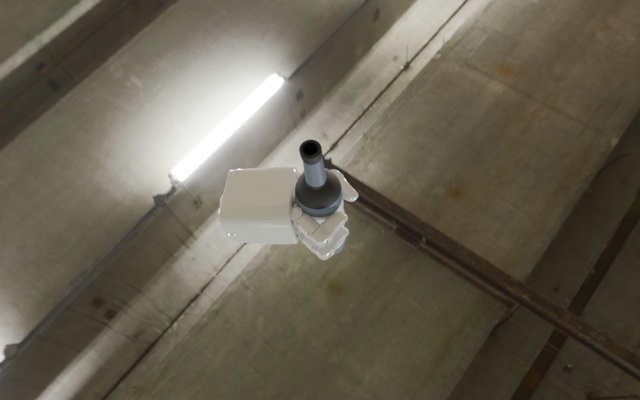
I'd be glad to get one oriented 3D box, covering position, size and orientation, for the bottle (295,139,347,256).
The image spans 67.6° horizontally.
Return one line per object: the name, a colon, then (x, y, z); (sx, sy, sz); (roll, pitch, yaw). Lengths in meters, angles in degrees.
bottle: (0.000, 0.002, 0.705); (0.069, 0.069, 0.296); (0, -26, 5)
